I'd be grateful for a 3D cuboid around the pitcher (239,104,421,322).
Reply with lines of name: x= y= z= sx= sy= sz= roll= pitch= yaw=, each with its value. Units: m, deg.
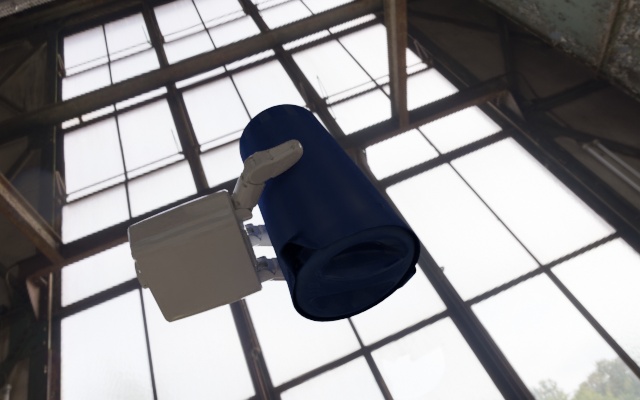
pitcher: x=0.000 y=0.002 z=0.528 sx=0.145 sy=0.149 sz=0.242 roll=-21 pitch=47 yaw=-10
